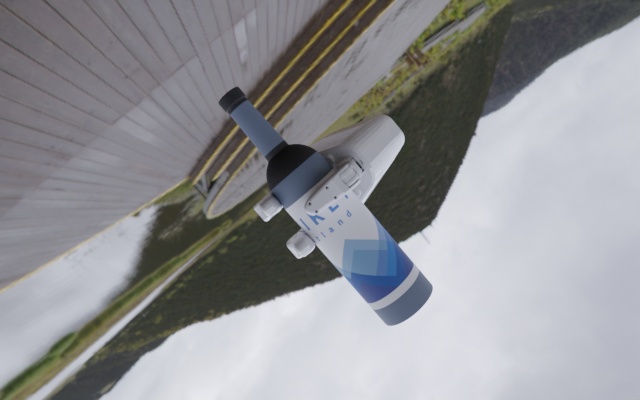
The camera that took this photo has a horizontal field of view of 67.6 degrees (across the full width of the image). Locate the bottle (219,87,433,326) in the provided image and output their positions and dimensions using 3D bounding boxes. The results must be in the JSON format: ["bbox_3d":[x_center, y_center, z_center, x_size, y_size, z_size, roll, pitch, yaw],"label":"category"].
[{"bbox_3d":[0.000,0.002,0.506,0.069,0.296,0.069,-40,5,4],"label":"bottle"}]
